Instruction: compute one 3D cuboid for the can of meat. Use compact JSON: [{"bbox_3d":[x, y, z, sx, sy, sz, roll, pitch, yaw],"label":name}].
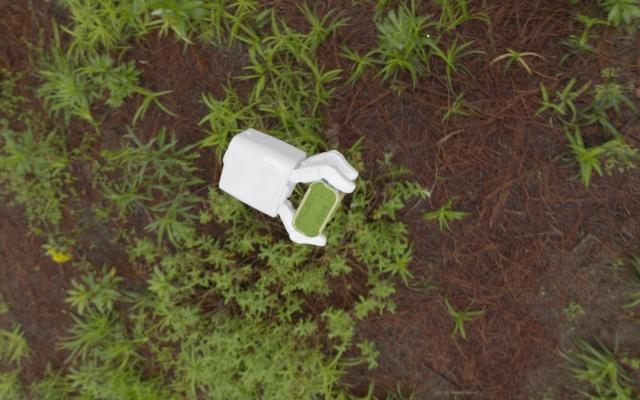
[{"bbox_3d":[0.000,0.003,0.776,0.057,0.102,0.084,29,22,2],"label":"can of meat"}]
